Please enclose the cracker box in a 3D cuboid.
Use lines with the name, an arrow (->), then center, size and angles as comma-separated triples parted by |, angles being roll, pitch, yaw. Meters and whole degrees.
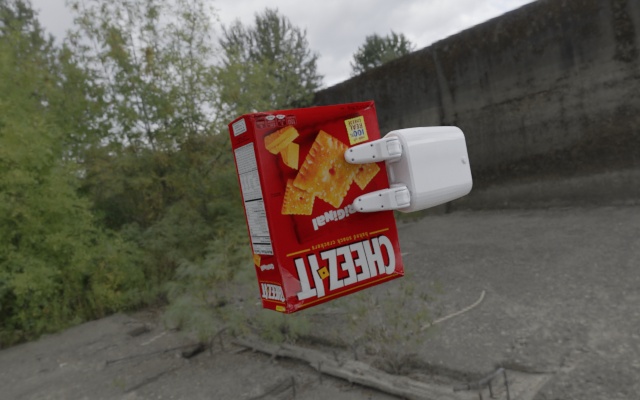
cracker box -> 0.000, 0.002, 0.547 | 0.164, 0.213, 0.072 | -12, 2, -31
